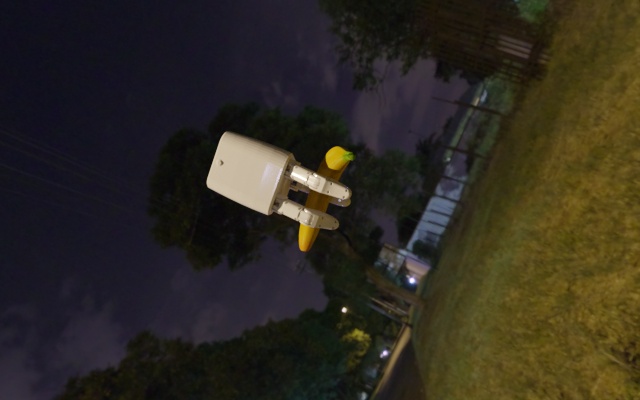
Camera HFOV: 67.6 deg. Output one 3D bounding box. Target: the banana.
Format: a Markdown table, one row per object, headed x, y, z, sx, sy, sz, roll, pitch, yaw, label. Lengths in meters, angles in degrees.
| x | y | z | sx | sy | sz | roll | pitch | yaw | label |
| --- | --- | --- | --- | --- | --- | --- | --- | --- | --- |
| 0.003 | -0.011 | 0.734 | 0.037 | 0.198 | 0.069 | 19 | 34 | -7 | banana |
